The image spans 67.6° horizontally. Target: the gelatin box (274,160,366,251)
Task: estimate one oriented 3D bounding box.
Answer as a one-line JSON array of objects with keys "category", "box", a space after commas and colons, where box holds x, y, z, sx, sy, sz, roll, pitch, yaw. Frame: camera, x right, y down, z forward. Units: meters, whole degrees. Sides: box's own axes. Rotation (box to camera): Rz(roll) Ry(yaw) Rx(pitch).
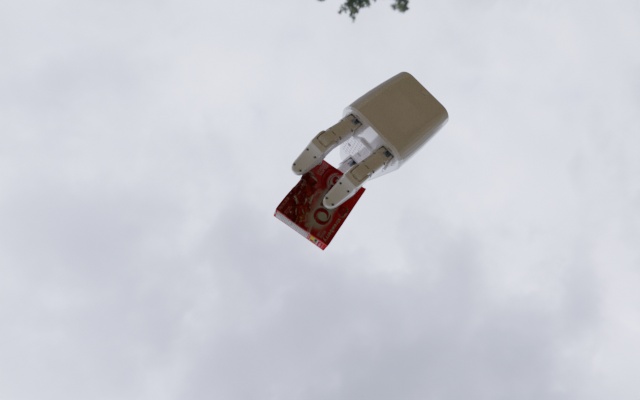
[{"category": "gelatin box", "box": [0.000, 0.002, 0.561, 0.073, 0.089, 0.030, 35, -22, 2]}]
